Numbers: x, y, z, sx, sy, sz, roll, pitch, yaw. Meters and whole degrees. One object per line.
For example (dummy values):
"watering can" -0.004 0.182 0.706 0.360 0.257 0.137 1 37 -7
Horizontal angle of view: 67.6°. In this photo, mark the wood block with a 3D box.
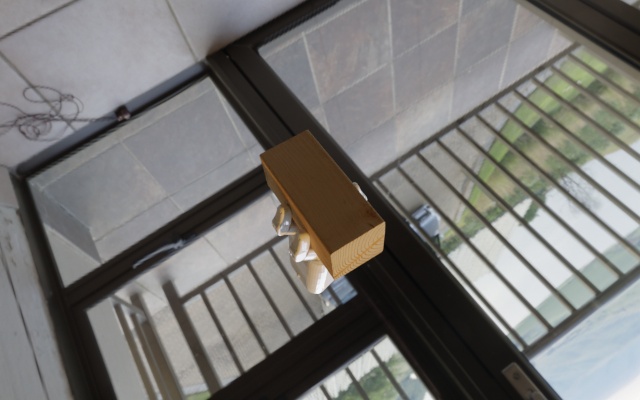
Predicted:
"wood block" 0.000 0.003 0.724 0.091 0.206 0.090 -29 -31 -14
